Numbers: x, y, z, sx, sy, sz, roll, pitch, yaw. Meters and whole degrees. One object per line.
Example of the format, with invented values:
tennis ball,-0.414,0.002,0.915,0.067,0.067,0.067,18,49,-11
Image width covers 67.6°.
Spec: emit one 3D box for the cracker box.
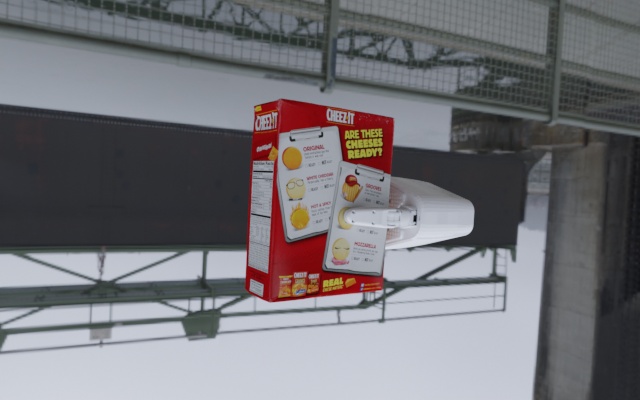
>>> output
cracker box,0.000,0.002,0.560,0.164,0.213,0.072,2,2,-36
